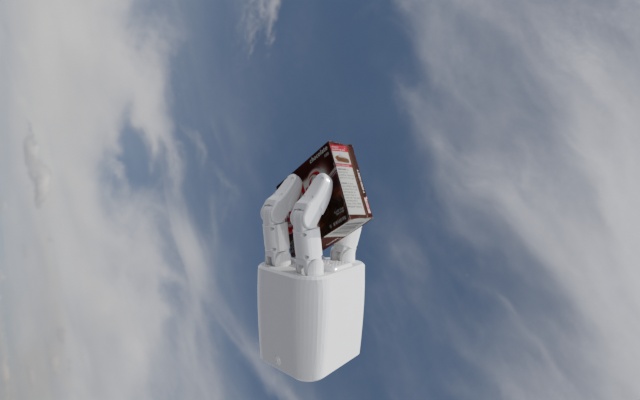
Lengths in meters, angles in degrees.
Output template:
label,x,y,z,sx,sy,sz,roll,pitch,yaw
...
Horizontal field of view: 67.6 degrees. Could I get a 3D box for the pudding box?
label,x,y,z,sx,sy,sz,roll,pitch,yaw
pudding box,0.000,0.002,0.523,0.039,0.090,0.113,2,-26,-40
